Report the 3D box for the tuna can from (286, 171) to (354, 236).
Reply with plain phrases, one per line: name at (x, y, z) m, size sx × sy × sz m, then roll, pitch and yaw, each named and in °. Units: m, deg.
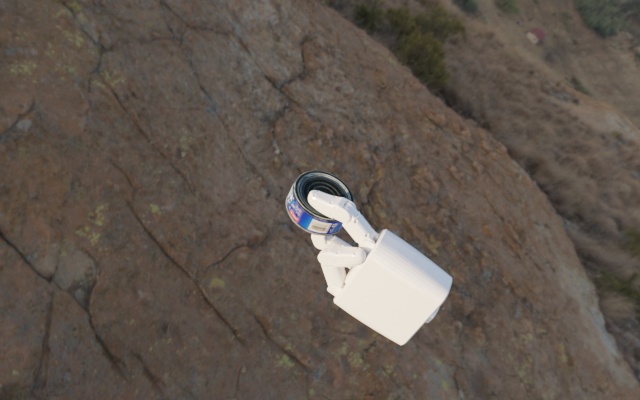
tuna can at (0.000, 0.002, 0.623) m, size 0.086 × 0.086 × 0.034 m, roll 0°, pitch -38°, yaw -25°
